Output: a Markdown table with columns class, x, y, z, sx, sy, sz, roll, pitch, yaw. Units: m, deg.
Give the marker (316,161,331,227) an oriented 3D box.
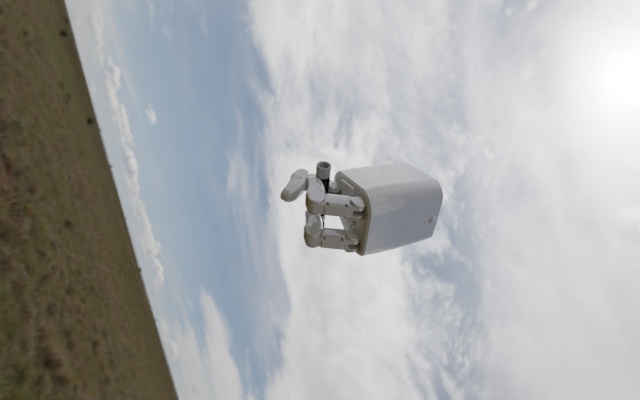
| class | x | y | z | sx | sy | sz | roll | pitch | yaw |
| --- | --- | --- | --- | --- | --- | --- | --- | --- | --- |
| marker | 0.000 | 0.002 | 0.635 | 0.020 | 0.121 | 0.020 | 3 | 40 | -3 |
